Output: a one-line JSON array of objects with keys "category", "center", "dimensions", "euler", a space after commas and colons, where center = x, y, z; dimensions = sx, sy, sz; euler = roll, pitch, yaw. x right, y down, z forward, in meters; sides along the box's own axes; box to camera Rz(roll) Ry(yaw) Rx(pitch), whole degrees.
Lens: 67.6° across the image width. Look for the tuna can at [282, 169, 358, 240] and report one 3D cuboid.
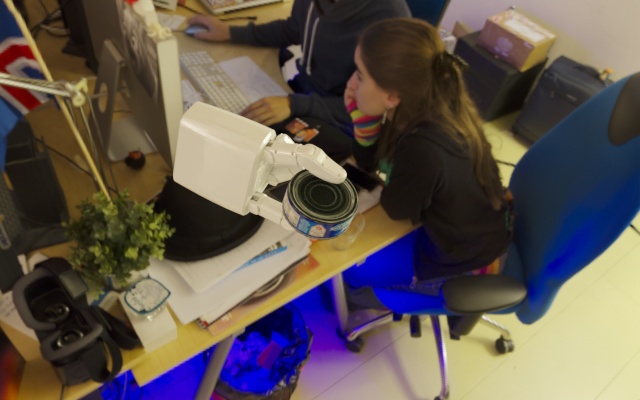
[{"category": "tuna can", "center": [0.000, 0.002, 0.559], "dimensions": [0.086, 0.086, 0.034], "euler": [0, -38, -18]}]
